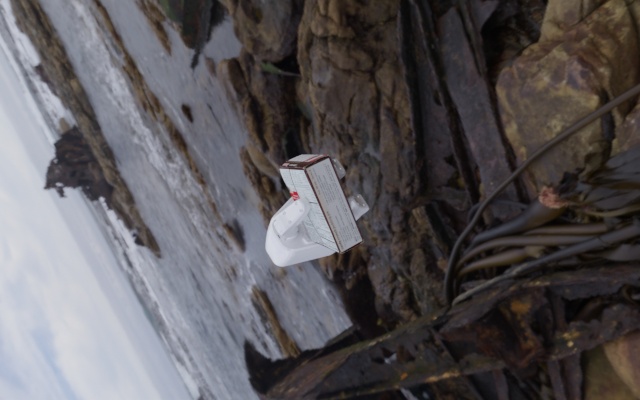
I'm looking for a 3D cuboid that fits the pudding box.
[{"bbox_3d":[0.000,0.002,0.571,0.039,0.113,0.090,-30,16,-19],"label":"pudding box"}]
